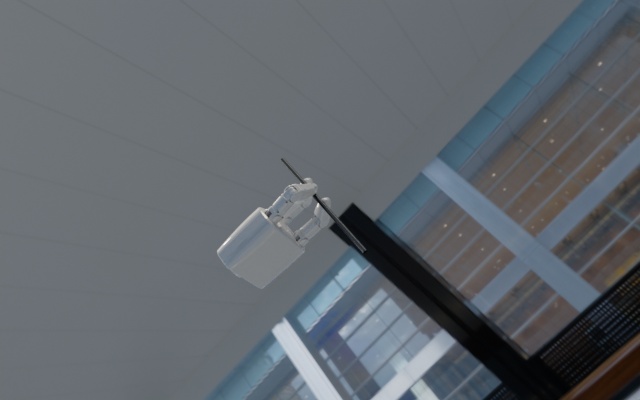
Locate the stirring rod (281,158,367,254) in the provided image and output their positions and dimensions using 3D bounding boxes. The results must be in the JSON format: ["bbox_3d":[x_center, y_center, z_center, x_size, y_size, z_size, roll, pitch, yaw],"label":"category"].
[{"bbox_3d":[0.000,0.003,0.798,0.011,0.011,0.239,0,39,-48],"label":"stirring rod"}]
